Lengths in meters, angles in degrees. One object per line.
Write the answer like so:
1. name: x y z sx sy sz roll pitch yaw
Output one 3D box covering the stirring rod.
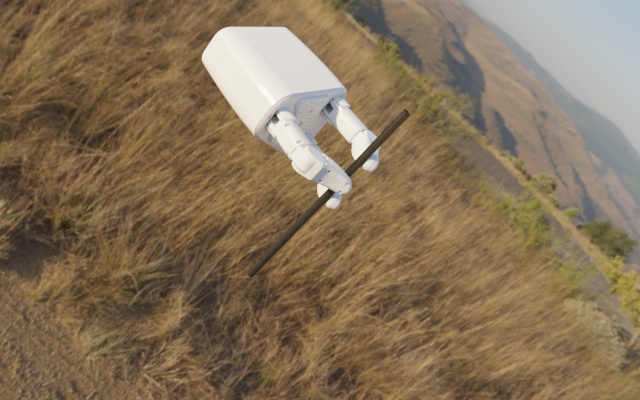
1. stirring rod: 0.000 0.002 0.468 0.239 0.011 0.011 -46 -23 25
